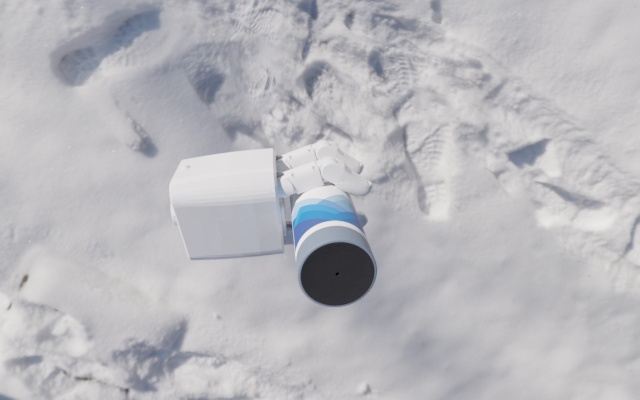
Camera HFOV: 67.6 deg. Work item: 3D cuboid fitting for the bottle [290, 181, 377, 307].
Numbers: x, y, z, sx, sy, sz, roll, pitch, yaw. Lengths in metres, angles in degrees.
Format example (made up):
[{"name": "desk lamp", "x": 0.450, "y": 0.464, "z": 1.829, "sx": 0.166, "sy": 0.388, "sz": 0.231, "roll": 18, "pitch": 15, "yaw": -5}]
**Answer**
[{"name": "bottle", "x": 0.000, "y": 0.002, "z": 0.527, "sx": 0.069, "sy": 0.069, "sz": 0.295, "roll": 0, "pitch": 24, "yaw": -6}]
